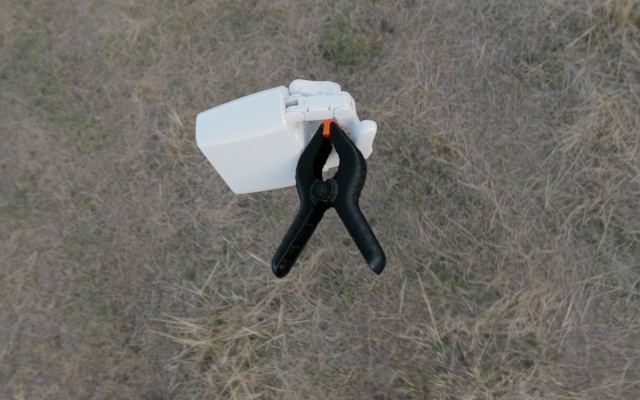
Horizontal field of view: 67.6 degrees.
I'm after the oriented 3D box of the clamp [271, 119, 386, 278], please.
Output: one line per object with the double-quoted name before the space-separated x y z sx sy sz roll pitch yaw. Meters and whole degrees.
"clamp" 0.000 0.001 0.491 0.120 0.171 0.039 -12 -25 17
